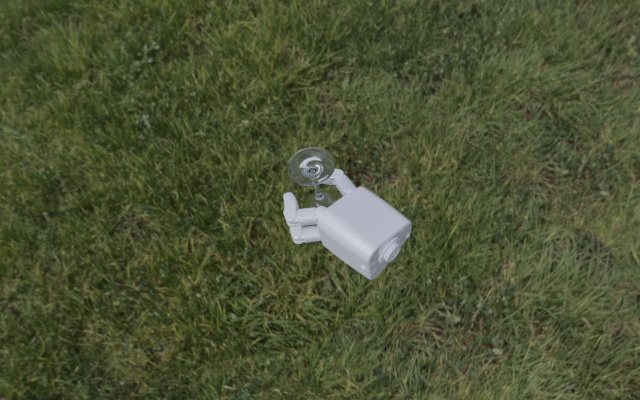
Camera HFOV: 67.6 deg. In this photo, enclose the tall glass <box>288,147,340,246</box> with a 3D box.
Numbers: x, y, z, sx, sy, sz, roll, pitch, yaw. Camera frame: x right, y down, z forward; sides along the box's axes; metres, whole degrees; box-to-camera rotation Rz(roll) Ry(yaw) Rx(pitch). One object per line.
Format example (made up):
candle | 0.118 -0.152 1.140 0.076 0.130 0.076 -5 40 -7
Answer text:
tall glass | 0.000 0.002 0.810 0.079 0.079 0.201 0 -34 10
